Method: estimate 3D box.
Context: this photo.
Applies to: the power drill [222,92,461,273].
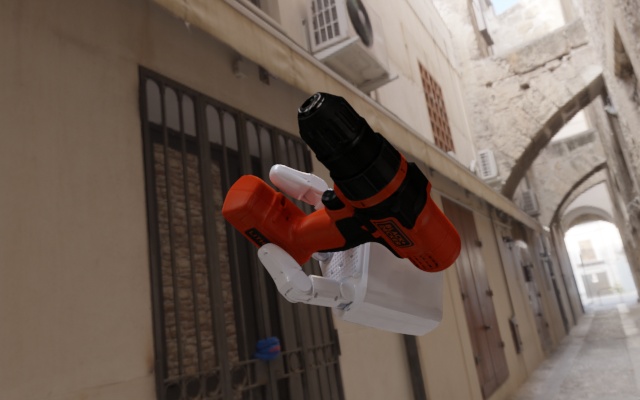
[{"bbox_3d":[0.000,0.002,0.406,0.187,0.057,0.184,-10,-47,45],"label":"power drill"}]
